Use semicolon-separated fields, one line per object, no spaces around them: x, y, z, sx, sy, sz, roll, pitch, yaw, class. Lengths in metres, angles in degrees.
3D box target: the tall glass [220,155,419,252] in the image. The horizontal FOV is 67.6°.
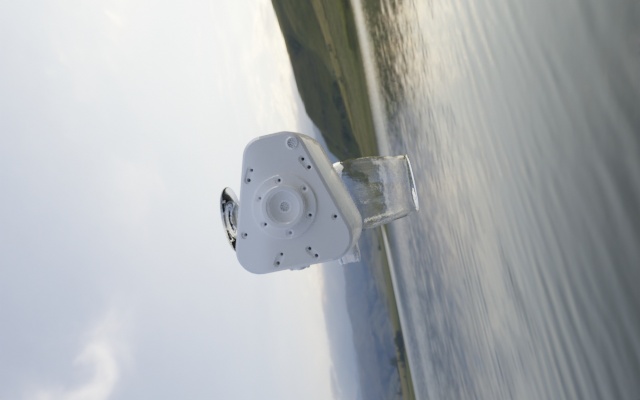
-0.001;0.002;0.513;0.201;0.079;0.079;-12;-2;7;tall glass
